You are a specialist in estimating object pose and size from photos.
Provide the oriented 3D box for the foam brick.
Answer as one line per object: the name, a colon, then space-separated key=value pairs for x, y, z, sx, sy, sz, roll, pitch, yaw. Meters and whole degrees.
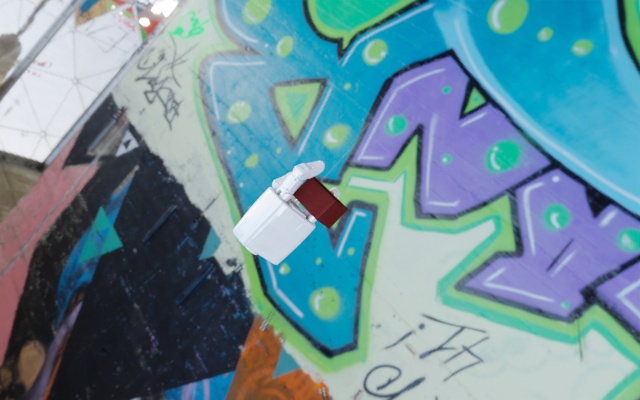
foam brick: x=0.000 y=0.003 z=0.853 sx=0.078 sy=0.051 sz=0.053 roll=45 pitch=3 yaw=33
